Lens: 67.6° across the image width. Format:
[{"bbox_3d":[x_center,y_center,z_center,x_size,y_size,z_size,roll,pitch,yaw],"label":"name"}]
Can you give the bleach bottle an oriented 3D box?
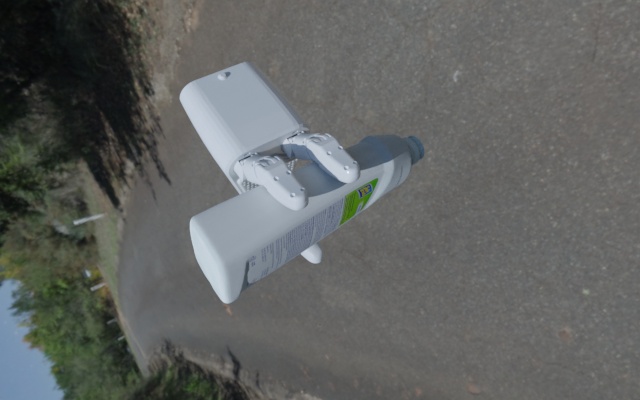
[{"bbox_3d":[0.000,0.002,0.474,0.251,0.068,0.103,-28,-23,-24],"label":"bleach bottle"}]
